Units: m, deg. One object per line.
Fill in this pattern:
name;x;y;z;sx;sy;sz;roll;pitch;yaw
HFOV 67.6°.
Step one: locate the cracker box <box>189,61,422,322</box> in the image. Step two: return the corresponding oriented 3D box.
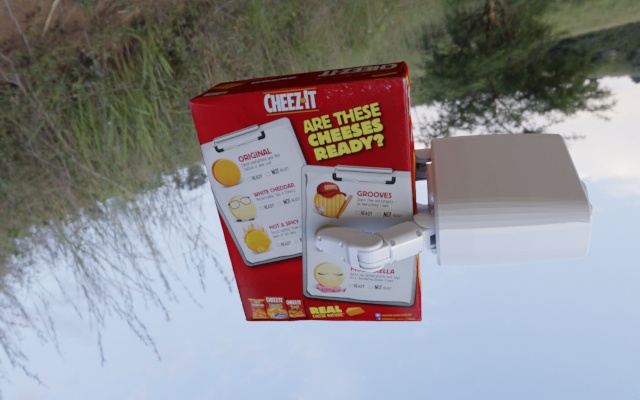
cracker box;0.000;0.002;0.411;0.164;0.214;0.072;-3;26;12
